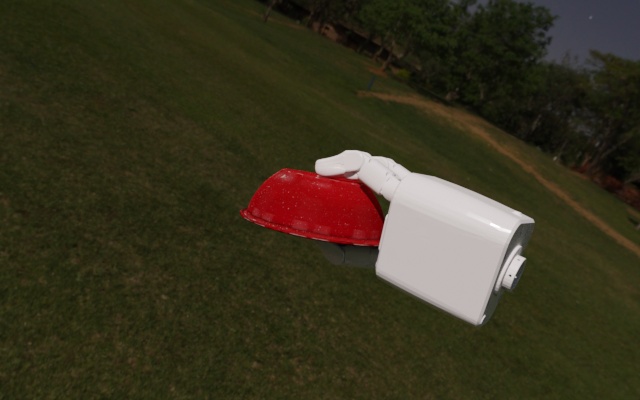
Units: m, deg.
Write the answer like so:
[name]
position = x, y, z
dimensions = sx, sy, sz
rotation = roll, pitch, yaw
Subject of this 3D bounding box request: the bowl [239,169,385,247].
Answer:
[bowl]
position = -0.001, 0.001, 0.500
dimensions = 0.162, 0.055, 0.162
rotation = 10, 5, -1
